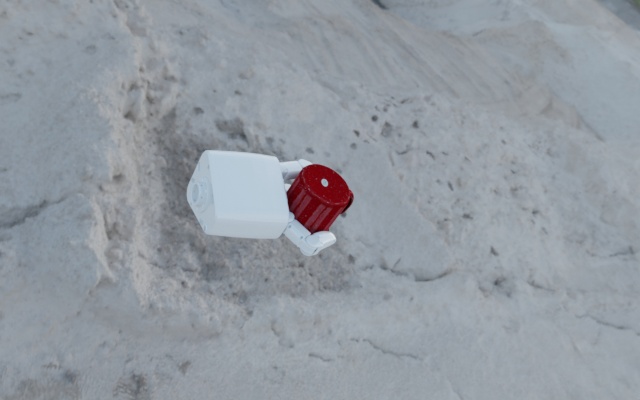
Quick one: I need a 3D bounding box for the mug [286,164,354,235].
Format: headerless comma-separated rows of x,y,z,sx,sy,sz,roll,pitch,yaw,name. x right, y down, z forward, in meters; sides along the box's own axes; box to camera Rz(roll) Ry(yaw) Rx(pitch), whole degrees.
0.001,0.002,0.700,0.117,0.093,0.081,3,-42,-36,mug
